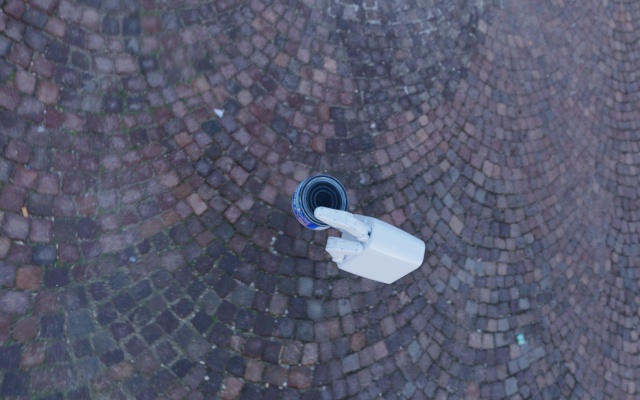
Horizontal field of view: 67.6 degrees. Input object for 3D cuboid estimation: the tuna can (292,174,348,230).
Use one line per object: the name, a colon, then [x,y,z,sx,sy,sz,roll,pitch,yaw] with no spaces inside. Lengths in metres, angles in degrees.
tuna can: [0.000,0.002,0.754,0.086,0.086,0.034,0,-11,-24]
